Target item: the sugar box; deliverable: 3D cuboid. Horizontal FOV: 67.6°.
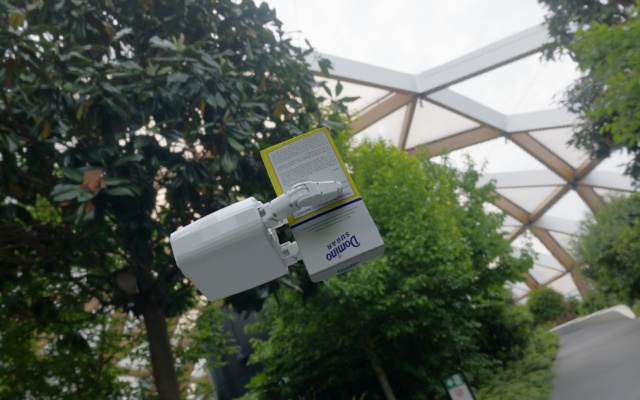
[{"bbox_3d":[0.000,0.002,0.581,0.093,0.176,0.048,-22,-23,-3],"label":"sugar box"}]
